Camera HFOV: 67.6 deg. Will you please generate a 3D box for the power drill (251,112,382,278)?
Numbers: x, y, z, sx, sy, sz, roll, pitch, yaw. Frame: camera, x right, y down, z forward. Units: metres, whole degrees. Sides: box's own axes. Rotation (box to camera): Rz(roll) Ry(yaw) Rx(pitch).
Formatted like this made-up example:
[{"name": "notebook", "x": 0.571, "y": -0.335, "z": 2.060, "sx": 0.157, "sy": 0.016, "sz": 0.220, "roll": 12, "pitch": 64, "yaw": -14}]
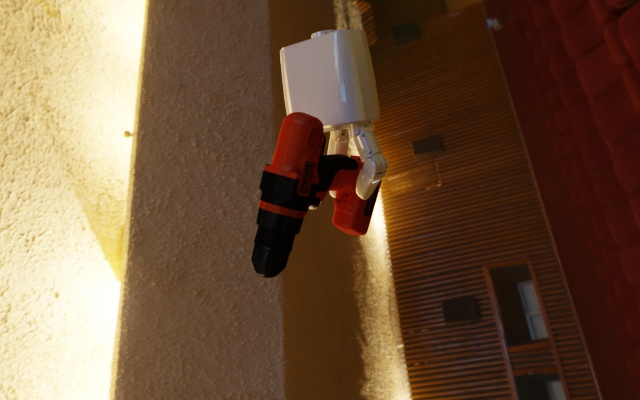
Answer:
[{"name": "power drill", "x": 0.000, "y": 0.002, "z": 0.577, "sx": 0.057, "sy": 0.184, "sz": 0.187, "roll": 19, "pitch": 5, "yaw": 33}]
